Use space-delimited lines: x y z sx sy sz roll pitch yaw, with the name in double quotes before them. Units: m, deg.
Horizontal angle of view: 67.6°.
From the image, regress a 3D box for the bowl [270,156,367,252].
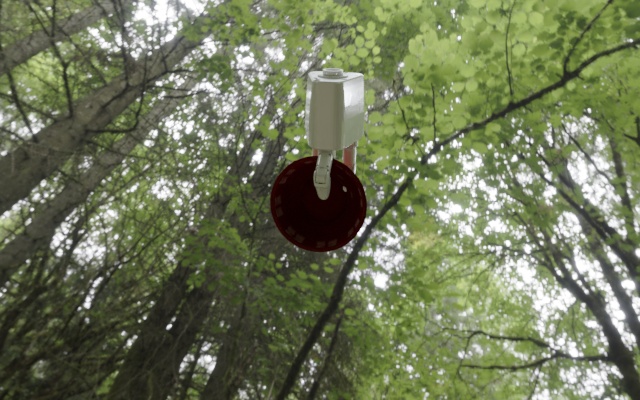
"bowl" 0.000 0.004 0.804 0.162 0.162 0.055 0 11 11
